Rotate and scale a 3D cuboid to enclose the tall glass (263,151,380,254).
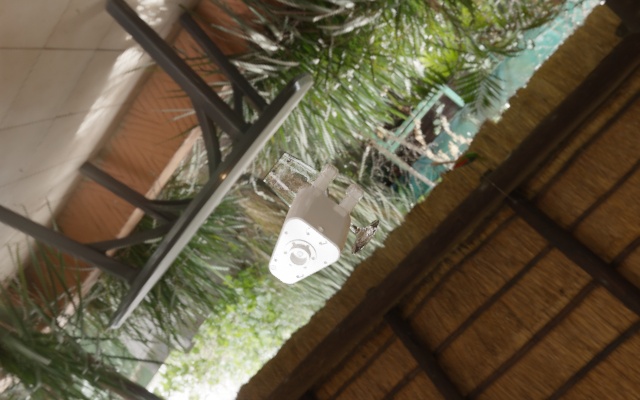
[{"bbox_3d":[0.001,0.003,0.809,0.201,0.079,0.079,38,-6,-8],"label":"tall glass"}]
